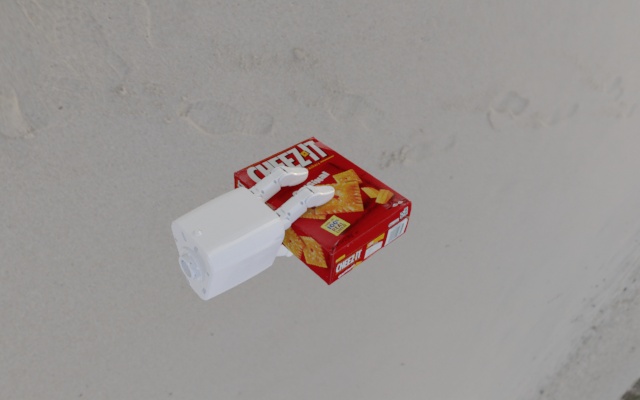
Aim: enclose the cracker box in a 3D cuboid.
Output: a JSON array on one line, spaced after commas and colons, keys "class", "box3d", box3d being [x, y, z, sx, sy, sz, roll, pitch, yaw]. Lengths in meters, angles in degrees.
[{"class": "cracker box", "box3d": [0.000, 0.003, 0.702, 0.164, 0.072, 0.213, -29, 52, -33]}]
